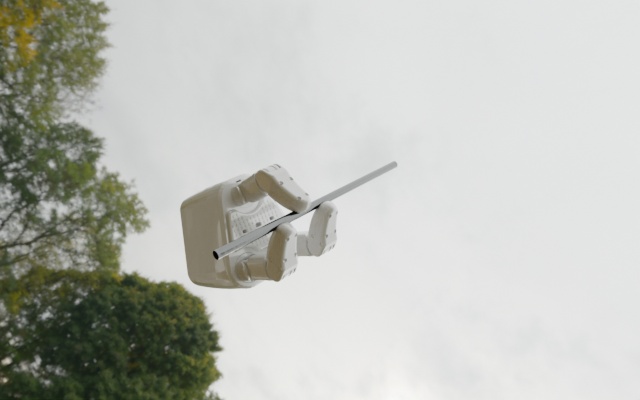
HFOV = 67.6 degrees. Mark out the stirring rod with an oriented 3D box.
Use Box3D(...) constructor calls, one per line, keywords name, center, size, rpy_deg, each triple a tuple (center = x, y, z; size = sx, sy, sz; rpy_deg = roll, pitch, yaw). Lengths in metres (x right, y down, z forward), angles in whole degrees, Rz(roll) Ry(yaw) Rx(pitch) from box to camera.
Box3D(name="stirring rod", center=(0.000, 0.001, 0.451), size=(0.011, 0.011, 0.239), rpy_deg=(0, 20, 47))
